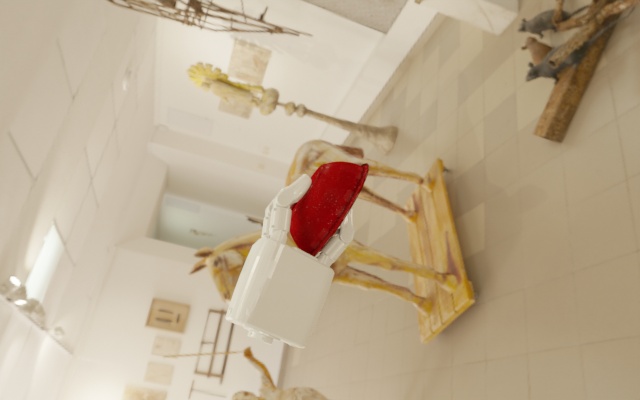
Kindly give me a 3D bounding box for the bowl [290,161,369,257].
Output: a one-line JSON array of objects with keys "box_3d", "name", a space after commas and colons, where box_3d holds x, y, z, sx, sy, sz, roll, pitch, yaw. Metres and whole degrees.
[{"box_3d": [0.000, 0.001, 0.666, 0.055, 0.162, 0.162, 33, -5, -7], "name": "bowl"}]
